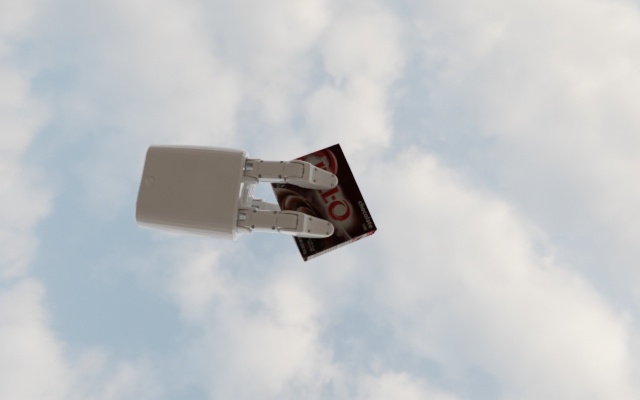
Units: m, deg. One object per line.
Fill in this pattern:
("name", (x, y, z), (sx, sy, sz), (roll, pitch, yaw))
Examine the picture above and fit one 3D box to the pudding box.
("pudding box", (0.000, 0.002, 0.544), (0.090, 0.113, 0.039), (-21, -11, -9))
